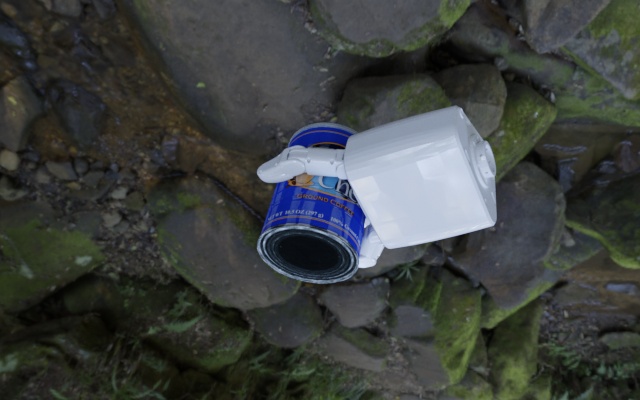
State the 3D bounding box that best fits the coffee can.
[{"bbox_3d":[0.000,0.002,0.509,0.103,0.140,0.103,8,-38,7],"label":"coffee can"}]
